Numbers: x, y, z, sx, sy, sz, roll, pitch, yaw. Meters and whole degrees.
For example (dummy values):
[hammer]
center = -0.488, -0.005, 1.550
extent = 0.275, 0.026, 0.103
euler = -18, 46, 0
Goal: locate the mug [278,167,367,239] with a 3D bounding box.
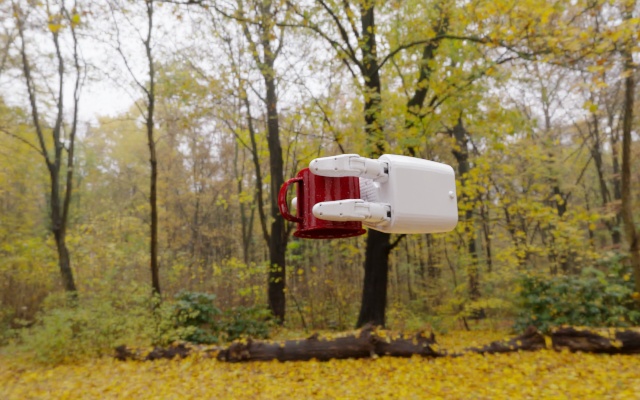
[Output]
[mug]
center = -0.001, 0.002, 0.602
extent = 0.117, 0.081, 0.093
euler = 5, -14, -29
